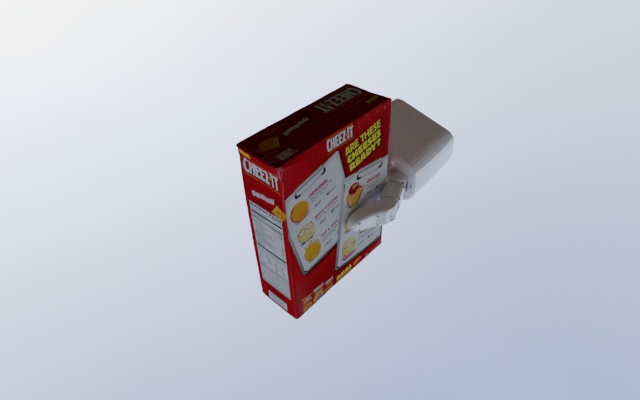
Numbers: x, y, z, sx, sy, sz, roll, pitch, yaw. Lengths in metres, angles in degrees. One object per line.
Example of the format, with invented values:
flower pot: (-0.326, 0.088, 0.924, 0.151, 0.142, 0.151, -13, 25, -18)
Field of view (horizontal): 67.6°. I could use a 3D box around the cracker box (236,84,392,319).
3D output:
cracker box: (0.000, 0.002, 0.533, 0.072, 0.214, 0.164, 28, 49, 33)
